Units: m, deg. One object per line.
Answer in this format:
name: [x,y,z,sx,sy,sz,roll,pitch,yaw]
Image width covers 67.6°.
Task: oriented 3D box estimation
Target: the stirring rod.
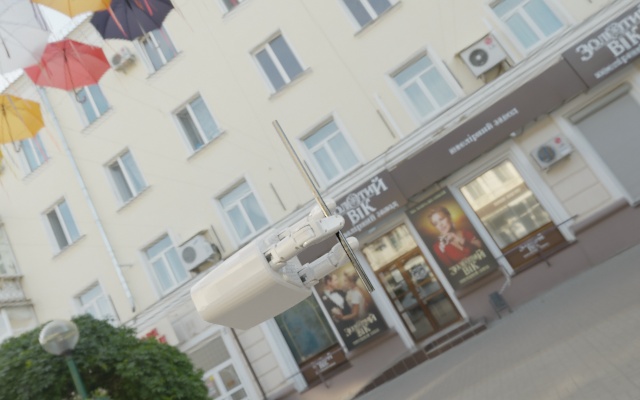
stirring rod: [0.000,0.002,0.567,0.011,0.239,0.011,-28,-15,-8]
